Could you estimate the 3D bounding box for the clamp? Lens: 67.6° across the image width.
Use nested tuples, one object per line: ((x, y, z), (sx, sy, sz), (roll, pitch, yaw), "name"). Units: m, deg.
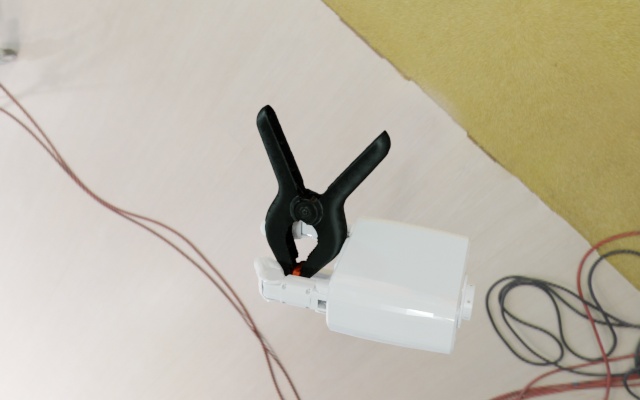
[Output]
((0.000, 0.002, 0.438), (0.120, 0.171, 0.039), (8, 23, 19), "clamp")
